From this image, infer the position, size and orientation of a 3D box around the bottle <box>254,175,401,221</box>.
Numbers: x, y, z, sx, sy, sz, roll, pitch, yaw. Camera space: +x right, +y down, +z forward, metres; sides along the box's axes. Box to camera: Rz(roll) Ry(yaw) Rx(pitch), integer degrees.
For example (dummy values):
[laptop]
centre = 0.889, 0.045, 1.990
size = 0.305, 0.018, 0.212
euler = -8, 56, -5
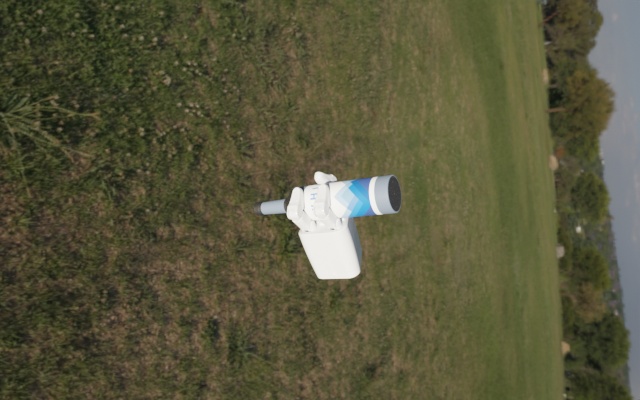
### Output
[bottle]
centre = 0.000, 0.003, 0.892
size = 0.296, 0.069, 0.069
euler = -7, -3, 29
